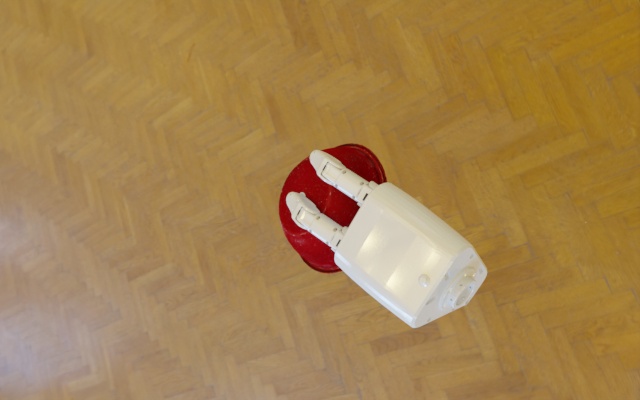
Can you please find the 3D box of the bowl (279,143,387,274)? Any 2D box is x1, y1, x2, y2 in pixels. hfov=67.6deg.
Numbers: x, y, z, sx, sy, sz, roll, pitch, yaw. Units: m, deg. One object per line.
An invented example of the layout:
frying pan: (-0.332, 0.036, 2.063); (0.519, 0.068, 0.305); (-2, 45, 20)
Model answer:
bowl: (-0.001, 0.001, 0.563); (0.055, 0.162, 0.162); (18, -12, -39)
